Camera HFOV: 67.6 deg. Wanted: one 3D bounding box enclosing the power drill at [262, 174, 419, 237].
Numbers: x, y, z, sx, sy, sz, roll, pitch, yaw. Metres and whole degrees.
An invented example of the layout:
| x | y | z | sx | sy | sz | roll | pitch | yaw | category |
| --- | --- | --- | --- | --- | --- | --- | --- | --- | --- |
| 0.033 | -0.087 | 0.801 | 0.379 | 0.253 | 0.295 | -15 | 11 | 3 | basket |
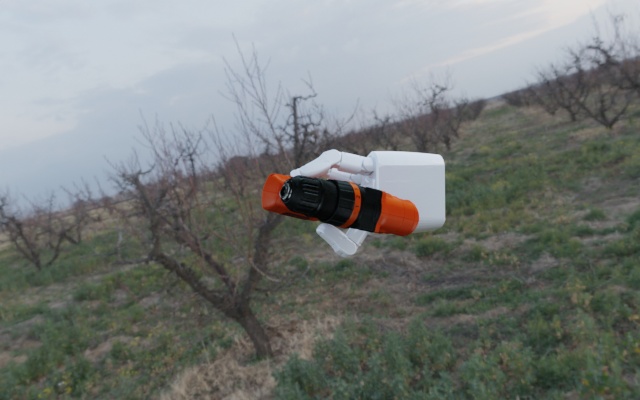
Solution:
| x | y | z | sx | sy | sz | roll | pitch | yaw | category |
| --- | --- | --- | --- | --- | --- | --- | --- | --- | --- |
| 0.000 | 0.002 | 0.595 | 0.184 | 0.057 | 0.187 | 15 | -2 | -33 | power drill |
